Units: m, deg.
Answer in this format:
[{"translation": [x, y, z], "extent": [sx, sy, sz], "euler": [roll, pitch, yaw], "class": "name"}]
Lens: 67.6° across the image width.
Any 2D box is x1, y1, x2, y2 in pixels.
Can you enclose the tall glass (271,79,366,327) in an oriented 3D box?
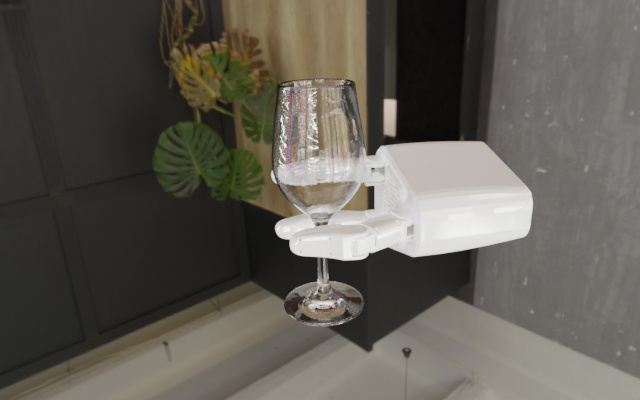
[{"translation": [0.000, 0.002, 0.408], "extent": [0.079, 0.201, 0.079], "euler": [-2, 20, 1], "class": "tall glass"}]
